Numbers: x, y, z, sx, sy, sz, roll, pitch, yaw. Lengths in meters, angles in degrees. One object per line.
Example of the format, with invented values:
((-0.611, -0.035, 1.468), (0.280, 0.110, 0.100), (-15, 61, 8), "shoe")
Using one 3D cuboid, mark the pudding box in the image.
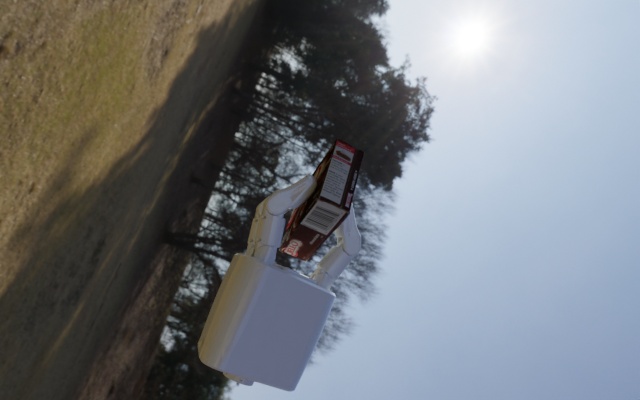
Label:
((0.000, 0.002, 0.518), (0.039, 0.090, 0.113), (26, -40, -12), "pudding box")
